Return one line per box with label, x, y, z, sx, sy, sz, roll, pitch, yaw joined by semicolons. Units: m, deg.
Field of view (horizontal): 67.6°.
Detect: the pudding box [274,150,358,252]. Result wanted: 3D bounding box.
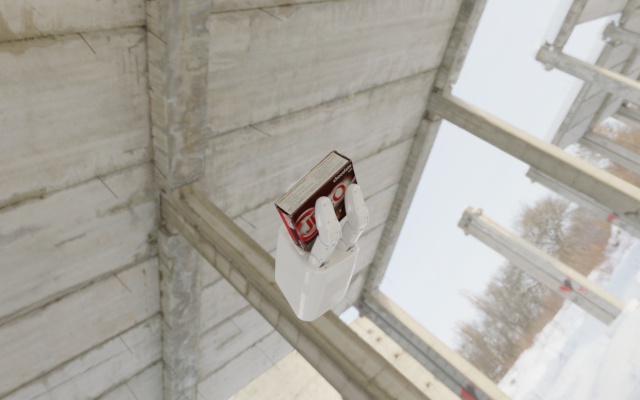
pudding box;0.000;0.002;0.634;0.039;0.113;0.090;34;-21;31
